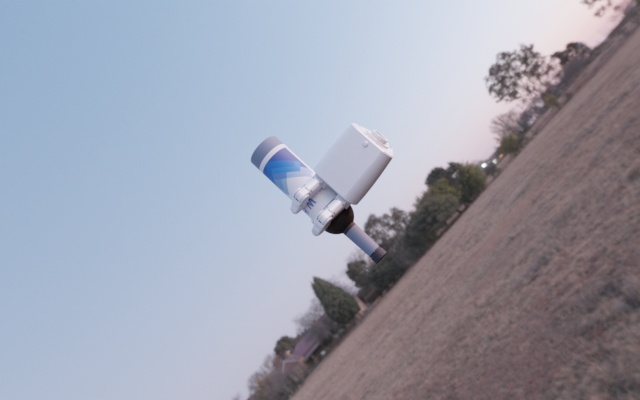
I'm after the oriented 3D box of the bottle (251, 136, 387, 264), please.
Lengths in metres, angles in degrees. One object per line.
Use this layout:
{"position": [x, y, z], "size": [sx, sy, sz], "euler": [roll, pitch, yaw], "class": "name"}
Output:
{"position": [0.000, 0.003, 0.855], "size": [0.295, 0.069, 0.069], "euler": [43, 11, 12], "class": "bottle"}
